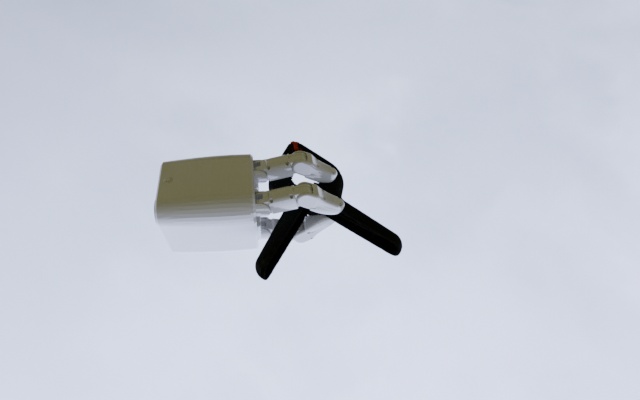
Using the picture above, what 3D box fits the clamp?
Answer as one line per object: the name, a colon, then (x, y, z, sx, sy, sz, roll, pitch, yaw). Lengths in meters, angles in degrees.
clamp: (0.000, 0.002, 0.582, 0.164, 0.036, 0.209, -3, 45, -8)
